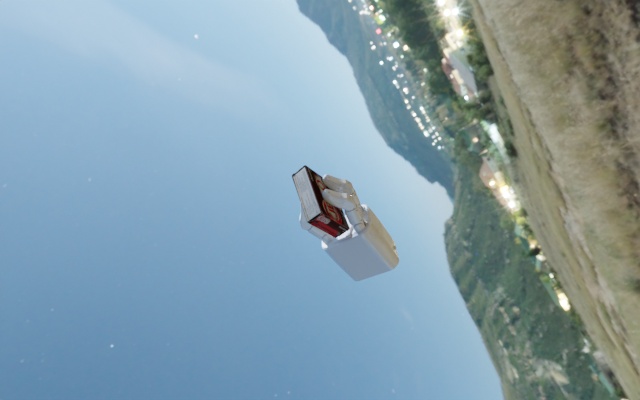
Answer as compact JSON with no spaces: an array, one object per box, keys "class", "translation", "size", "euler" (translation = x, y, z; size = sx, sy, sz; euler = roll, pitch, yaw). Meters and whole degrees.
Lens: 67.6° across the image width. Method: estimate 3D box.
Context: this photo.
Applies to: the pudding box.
[{"class":"pudding box","translation":[0.000,0.003,0.856],"size":[0.039,0.113,0.090],"euler":[-35,-38,17]}]
